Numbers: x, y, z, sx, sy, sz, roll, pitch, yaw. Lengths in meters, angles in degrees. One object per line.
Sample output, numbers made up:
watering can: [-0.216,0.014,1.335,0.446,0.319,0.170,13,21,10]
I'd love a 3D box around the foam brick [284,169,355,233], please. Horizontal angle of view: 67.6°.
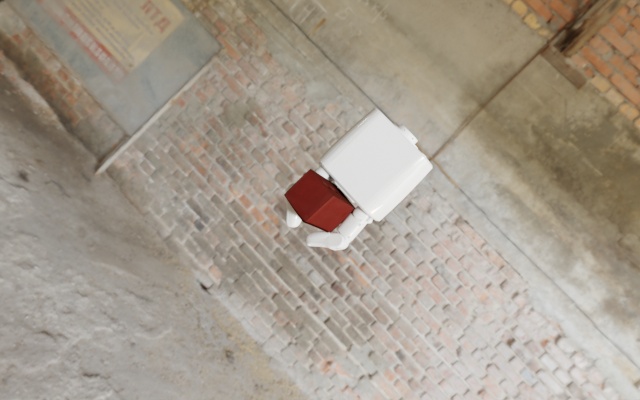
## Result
foam brick: [0.000,0.002,0.630,0.051,0.053,0.078,-43,-28,10]
